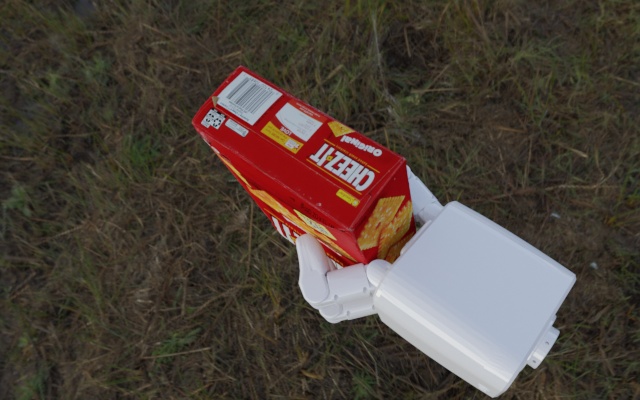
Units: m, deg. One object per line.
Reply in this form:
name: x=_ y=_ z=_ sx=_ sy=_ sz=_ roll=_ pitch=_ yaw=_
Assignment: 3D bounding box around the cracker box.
cracker box: x=0.000 y=0.001 z=0.427 sx=0.164 sy=0.072 sz=0.214 roll=34 pitch=-14 yaw=26
